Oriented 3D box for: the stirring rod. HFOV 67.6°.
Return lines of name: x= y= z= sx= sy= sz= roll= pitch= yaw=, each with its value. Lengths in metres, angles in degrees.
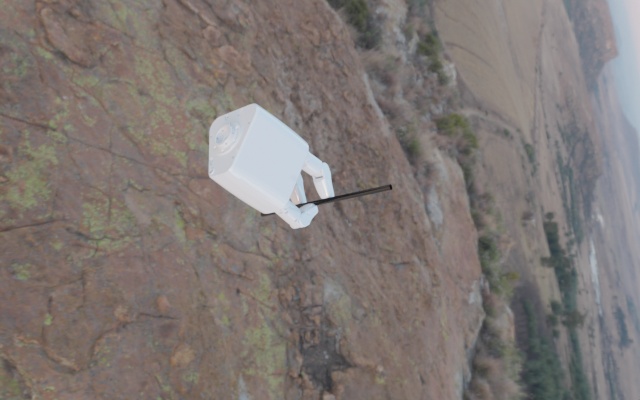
stirring rod: x=0.000 y=0.002 z=0.725 sx=0.239 sy=0.011 sz=0.011 roll=-12 pitch=-7 yaw=35
